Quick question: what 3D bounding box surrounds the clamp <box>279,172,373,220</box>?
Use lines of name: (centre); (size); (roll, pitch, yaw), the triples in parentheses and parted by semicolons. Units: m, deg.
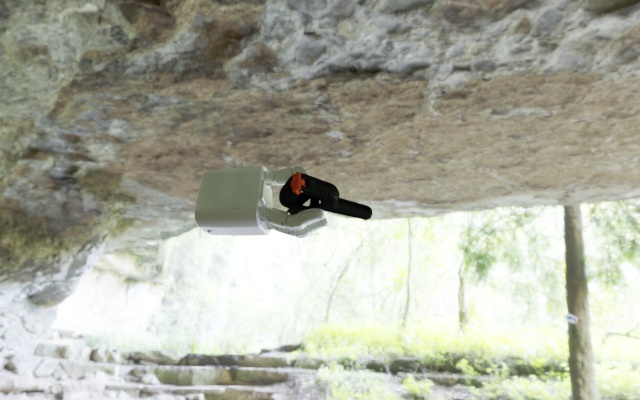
clamp: (0.000, 0.002, 0.775); (0.164, 0.036, 0.210); (-4, -18, 6)
